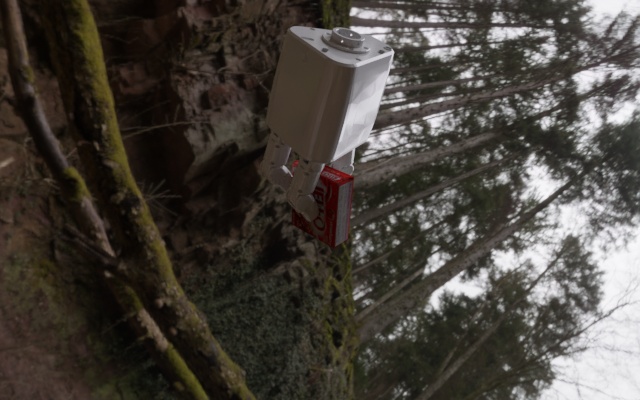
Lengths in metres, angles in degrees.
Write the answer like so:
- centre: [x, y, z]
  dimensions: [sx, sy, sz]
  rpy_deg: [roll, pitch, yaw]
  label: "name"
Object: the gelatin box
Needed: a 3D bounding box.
- centre: [0.000, 0.002, 0.568]
  dimensions: [0.073, 0.089, 0.030]
  rpy_deg: [27, 37, 35]
  label: "gelatin box"
